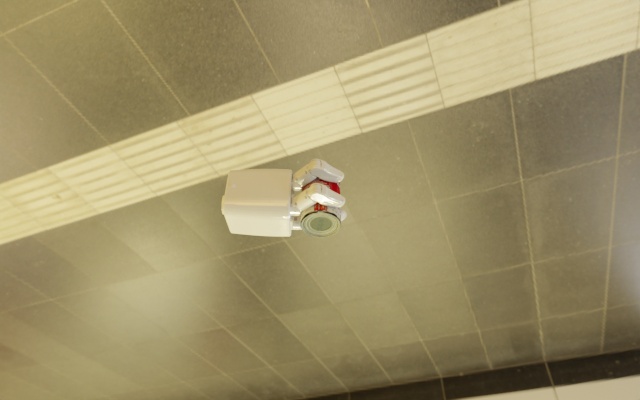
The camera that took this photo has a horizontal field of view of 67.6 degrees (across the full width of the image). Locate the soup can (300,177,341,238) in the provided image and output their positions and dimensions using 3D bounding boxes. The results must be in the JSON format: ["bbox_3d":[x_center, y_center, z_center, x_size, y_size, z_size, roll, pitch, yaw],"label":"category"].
[{"bbox_3d":[0.001,0.003,0.798,0.068,0.102,0.069,0,-42,0],"label":"soup can"}]
